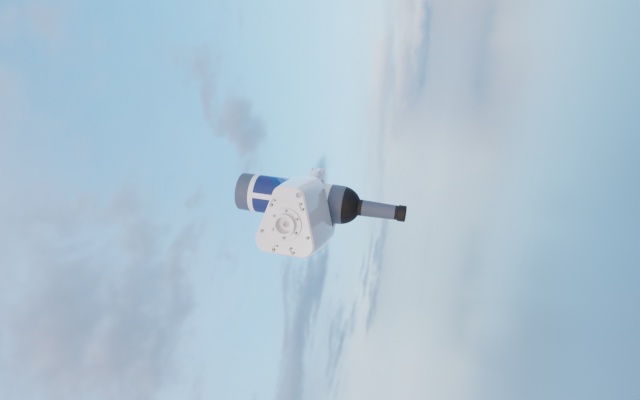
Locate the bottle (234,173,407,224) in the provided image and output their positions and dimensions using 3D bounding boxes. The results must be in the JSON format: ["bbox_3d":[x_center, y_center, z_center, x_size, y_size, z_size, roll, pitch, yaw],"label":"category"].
[{"bbox_3d":[0.000,0.003,0.829,0.295,0.069,0.069,8,2,13],"label":"bottle"}]
